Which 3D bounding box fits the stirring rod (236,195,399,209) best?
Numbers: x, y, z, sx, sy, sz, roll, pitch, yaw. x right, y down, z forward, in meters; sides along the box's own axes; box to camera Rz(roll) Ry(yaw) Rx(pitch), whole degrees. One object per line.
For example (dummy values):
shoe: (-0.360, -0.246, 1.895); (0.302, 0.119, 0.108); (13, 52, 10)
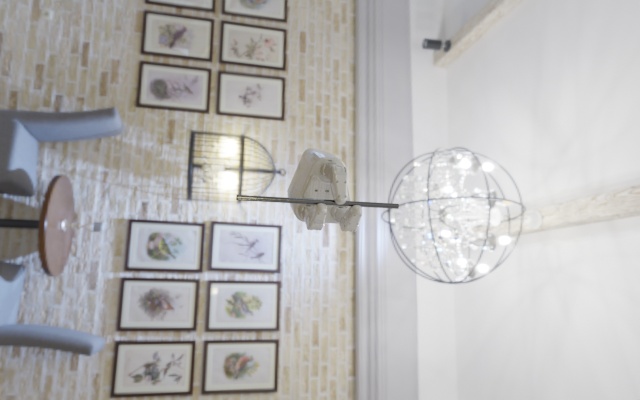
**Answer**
stirring rod: (0.000, 0.002, 0.690); (0.239, 0.011, 0.011); (3, -1, -14)
